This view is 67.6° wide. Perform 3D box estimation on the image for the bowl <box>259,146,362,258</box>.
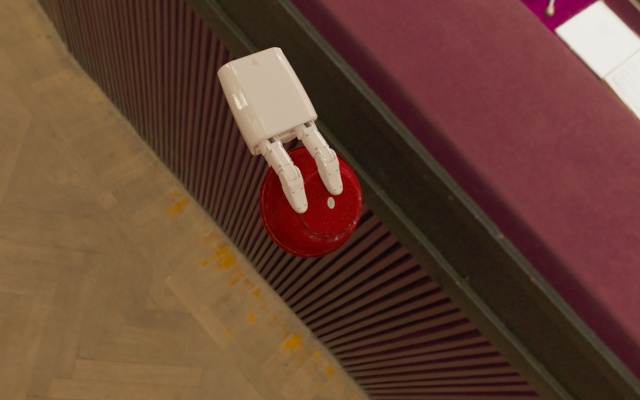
[{"bbox_3d":[0.001,0.003,0.657,0.162,0.162,0.055,0,1,-27],"label":"bowl"}]
